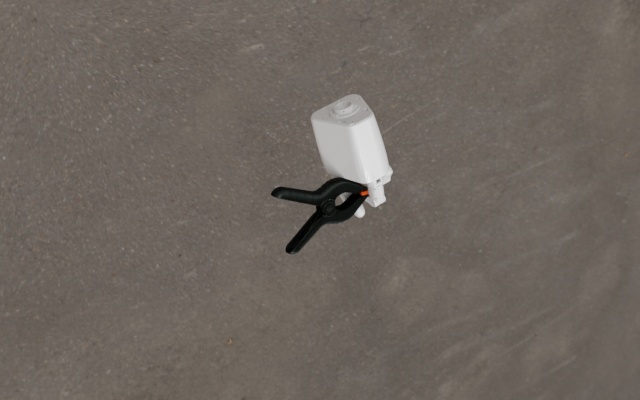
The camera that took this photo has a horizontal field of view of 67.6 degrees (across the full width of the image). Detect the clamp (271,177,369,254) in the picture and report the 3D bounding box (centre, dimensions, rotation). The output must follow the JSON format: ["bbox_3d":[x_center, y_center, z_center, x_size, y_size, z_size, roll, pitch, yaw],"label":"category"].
[{"bbox_3d":[0.001,0.003,0.776,0.171,0.120,0.039,-31,38,-17],"label":"clamp"}]
